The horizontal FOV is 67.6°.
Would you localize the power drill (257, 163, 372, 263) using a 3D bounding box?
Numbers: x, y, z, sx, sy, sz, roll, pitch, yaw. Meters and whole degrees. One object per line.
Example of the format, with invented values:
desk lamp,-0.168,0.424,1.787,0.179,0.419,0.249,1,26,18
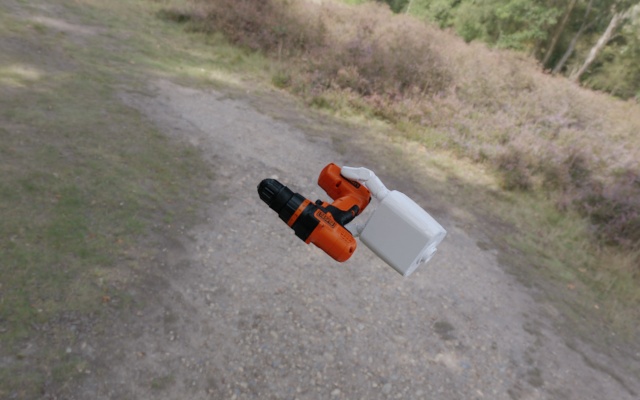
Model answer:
power drill,0.001,0.003,0.809,0.184,0.057,0.187,40,34,1
